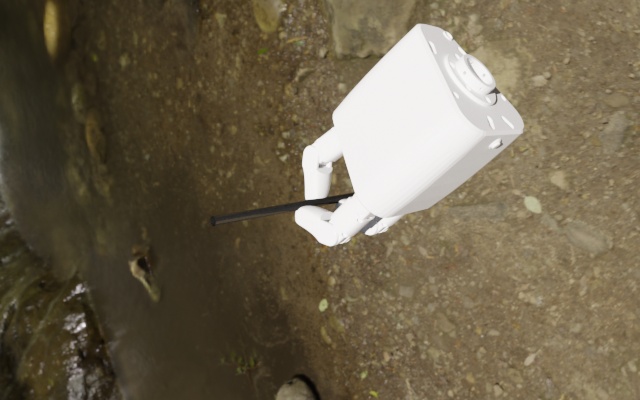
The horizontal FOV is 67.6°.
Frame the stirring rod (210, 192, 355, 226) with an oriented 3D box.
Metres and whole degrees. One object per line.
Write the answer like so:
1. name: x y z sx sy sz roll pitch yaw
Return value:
1. stirring rod: 0.000 0.001 0.461 0.239 0.011 0.011 -10 7 -44
